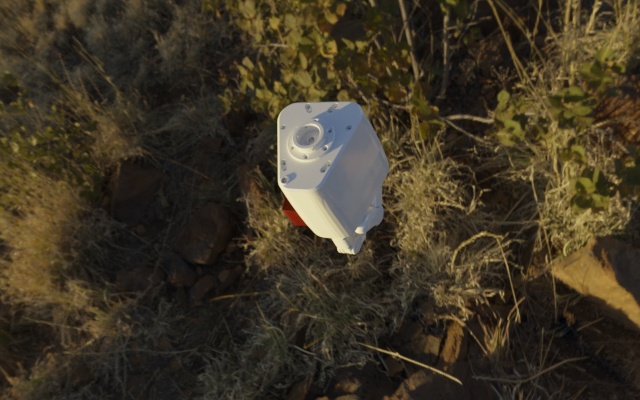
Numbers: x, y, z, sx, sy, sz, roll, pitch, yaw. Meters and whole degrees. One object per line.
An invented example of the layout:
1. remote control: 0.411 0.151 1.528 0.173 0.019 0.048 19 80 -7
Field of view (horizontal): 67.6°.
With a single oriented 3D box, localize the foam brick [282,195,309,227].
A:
1. foam brick: 0.000 0.002 0.595 0.078 0.053 0.051 4 -24 23
